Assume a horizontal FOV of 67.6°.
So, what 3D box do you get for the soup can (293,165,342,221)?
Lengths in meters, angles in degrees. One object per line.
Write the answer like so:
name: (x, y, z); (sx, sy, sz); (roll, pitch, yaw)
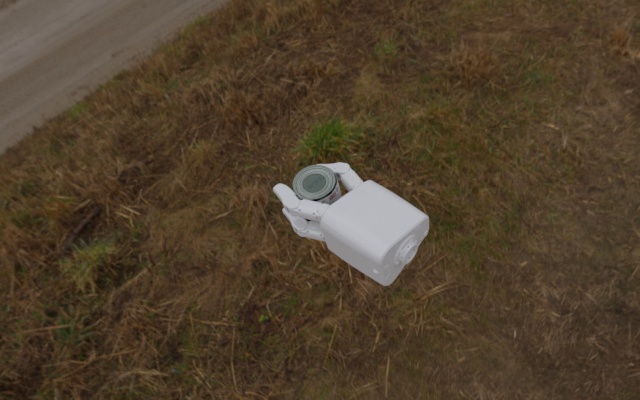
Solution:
soup can: (0.000, 0.002, 0.733); (0.068, 0.068, 0.102); (0, -35, 14)
